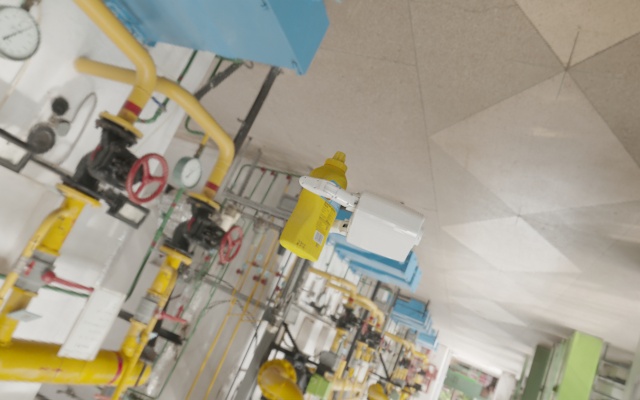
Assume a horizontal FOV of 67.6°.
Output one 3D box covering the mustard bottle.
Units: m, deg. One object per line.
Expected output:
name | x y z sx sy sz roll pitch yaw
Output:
mustard bottle | 0.000 0.003 0.815 0.058 0.191 0.096 15 -16 32
